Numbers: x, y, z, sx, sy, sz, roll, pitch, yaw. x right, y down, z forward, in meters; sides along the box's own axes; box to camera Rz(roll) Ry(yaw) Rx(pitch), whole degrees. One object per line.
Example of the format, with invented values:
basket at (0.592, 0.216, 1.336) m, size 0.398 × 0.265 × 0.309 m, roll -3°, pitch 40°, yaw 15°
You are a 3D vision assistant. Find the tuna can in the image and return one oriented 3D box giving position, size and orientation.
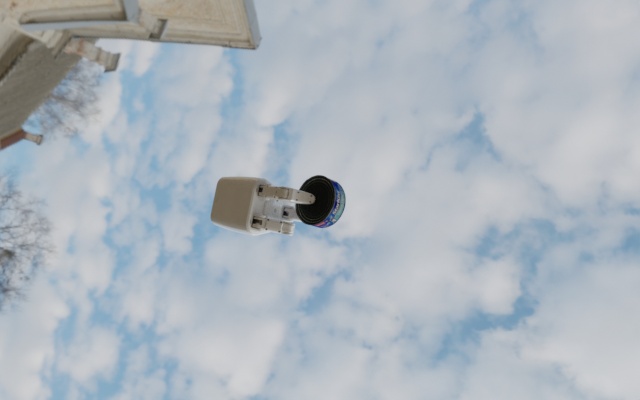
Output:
tuna can at (0.001, 0.003, 0.802) m, size 0.086 × 0.086 × 0.034 m, roll 0°, pitch -13°, yaw 40°
